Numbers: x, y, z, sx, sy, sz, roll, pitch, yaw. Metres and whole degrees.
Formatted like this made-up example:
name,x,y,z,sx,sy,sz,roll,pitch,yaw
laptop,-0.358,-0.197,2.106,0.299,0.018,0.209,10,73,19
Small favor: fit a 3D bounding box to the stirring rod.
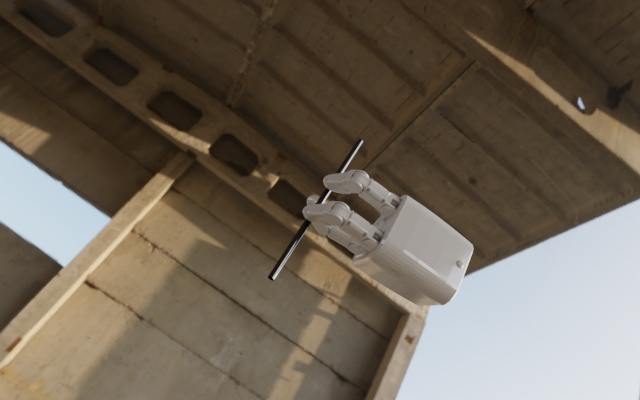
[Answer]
name,x,y,z,sx,sy,sz,roll,pitch,yaw
stirring rod,0.000,0.002,0.592,0.011,0.239,0.011,22,-35,16
